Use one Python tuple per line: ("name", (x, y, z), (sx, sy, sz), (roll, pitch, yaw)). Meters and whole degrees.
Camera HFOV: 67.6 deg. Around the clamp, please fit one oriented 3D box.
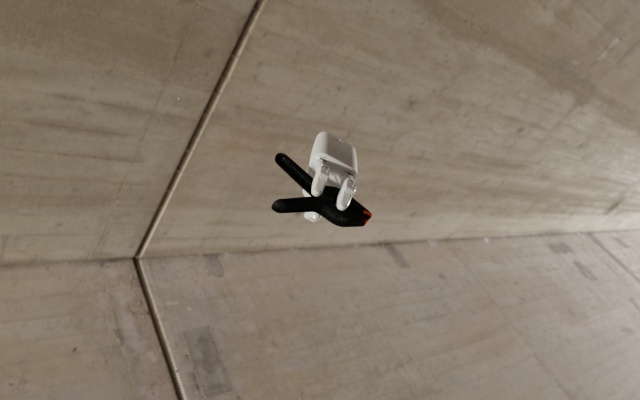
("clamp", (0.000, 0.004, 0.875), (0.210, 0.036, 0.164), (28, 33, -14))
